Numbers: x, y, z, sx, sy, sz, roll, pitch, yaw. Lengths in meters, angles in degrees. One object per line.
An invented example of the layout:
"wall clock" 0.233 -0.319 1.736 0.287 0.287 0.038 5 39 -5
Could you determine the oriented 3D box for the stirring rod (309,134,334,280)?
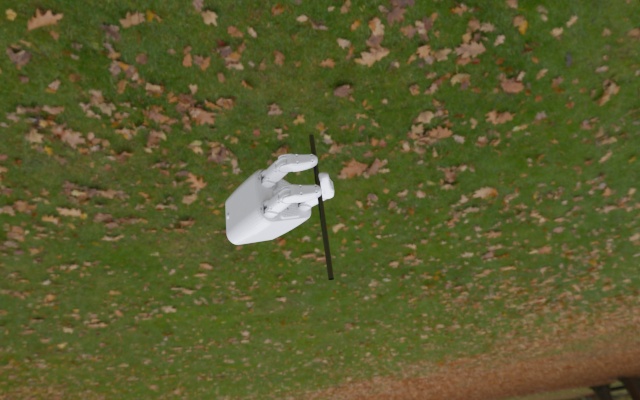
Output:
"stirring rod" 0.000 0.002 0.712 0.011 0.239 0.011 -6 -27 -3
